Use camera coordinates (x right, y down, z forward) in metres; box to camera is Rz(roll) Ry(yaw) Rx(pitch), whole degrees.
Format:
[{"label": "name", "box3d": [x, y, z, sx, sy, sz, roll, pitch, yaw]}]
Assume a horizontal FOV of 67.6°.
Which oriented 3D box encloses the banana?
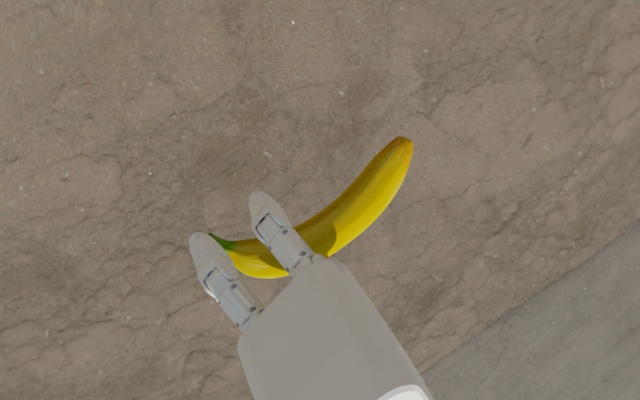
[{"label": "banana", "box3d": [0.003, 0.016, 0.416, 0.198, 0.070, 0.037, -28, 39, -7]}]
